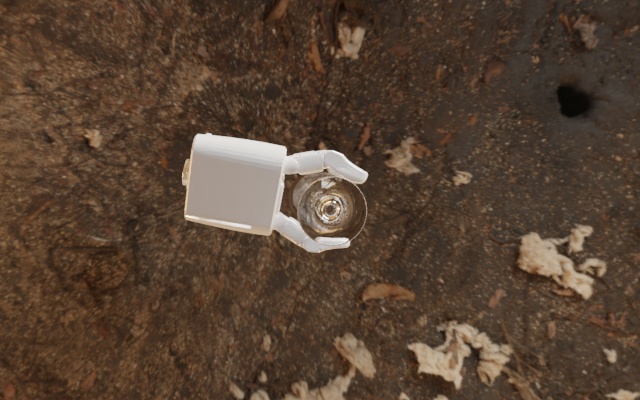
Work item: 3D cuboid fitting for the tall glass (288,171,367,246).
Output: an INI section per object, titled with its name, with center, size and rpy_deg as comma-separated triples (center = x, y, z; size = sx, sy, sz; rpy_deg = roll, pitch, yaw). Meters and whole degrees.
[tall glass]
center = 0.000, 0.002, 0.599
size = 0.079, 0.079, 0.201
rpy_deg = 0, 5, -7
